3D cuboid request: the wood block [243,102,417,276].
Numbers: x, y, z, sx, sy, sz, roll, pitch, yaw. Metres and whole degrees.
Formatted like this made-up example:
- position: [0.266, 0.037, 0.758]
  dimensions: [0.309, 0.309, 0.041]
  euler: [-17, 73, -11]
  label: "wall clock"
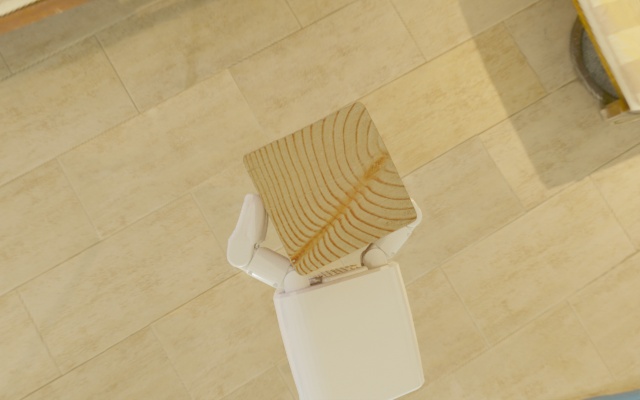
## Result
- position: [0.001, 0.002, 0.412]
  dimensions: [0.091, 0.090, 0.206]
  euler: [-25, -3, -6]
  label: "wood block"
